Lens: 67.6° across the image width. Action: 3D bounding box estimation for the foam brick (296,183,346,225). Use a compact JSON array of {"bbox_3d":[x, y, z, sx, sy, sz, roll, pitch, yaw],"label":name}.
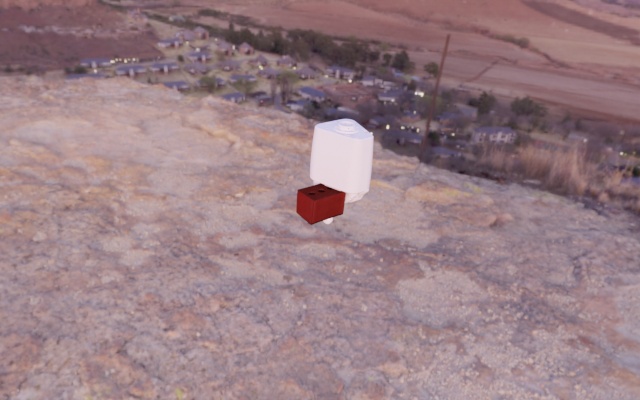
[{"bbox_3d":[0.000,0.003,0.895,0.078,0.051,0.053,-18,36,-34],"label":"foam brick"}]
